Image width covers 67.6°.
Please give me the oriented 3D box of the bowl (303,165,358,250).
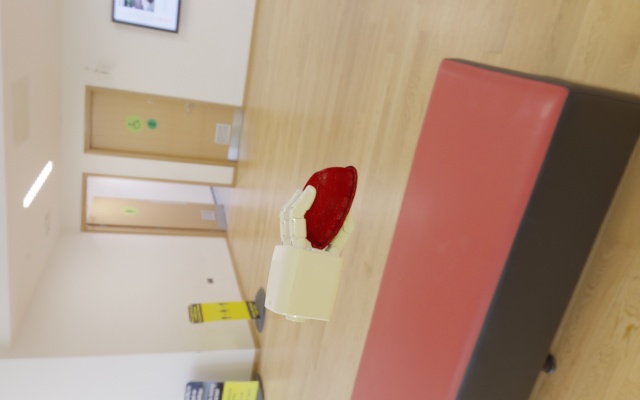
[{"bbox_3d":[0.000,0.001,0.825,0.055,0.162,0.162,25,-7,-16],"label":"bowl"}]
